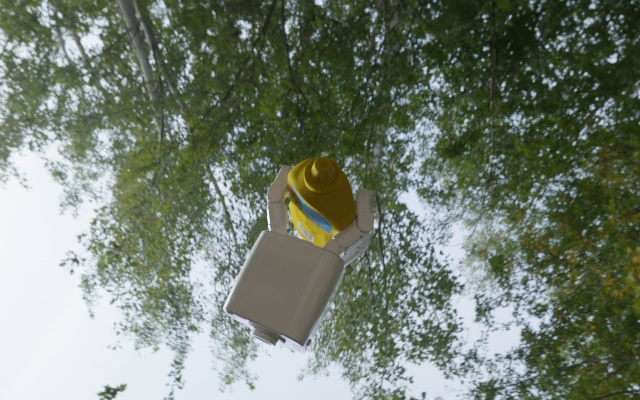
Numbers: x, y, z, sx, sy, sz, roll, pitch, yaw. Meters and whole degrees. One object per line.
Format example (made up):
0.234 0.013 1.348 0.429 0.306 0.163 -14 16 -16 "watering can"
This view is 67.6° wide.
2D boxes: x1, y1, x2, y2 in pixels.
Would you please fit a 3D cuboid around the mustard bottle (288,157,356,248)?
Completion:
0.000 0.002 0.585 0.058 0.096 0.192 -37 -19 -16 "mustard bottle"
